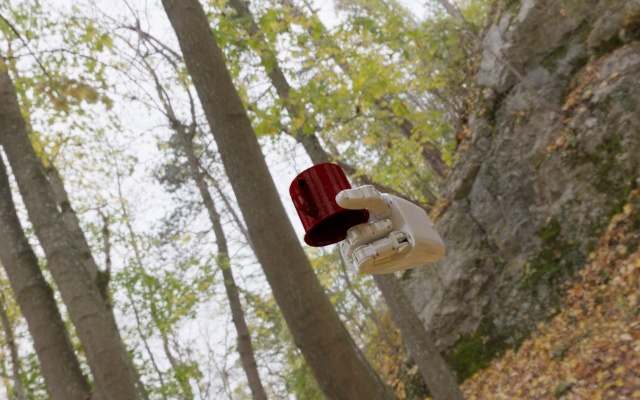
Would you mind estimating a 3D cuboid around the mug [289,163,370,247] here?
[{"bbox_3d":[-0.001,0.002,0.629,0.093,0.081,0.117,-39,-31,25],"label":"mug"}]
